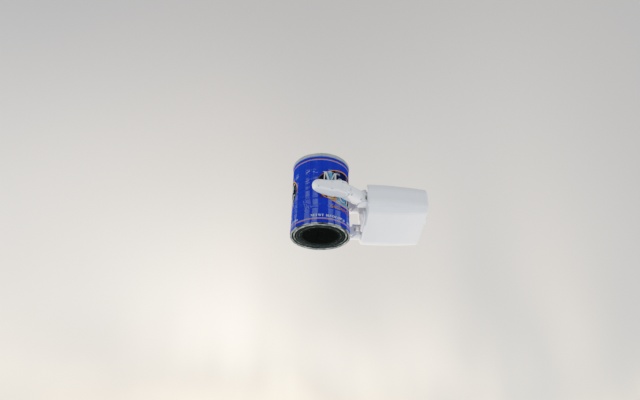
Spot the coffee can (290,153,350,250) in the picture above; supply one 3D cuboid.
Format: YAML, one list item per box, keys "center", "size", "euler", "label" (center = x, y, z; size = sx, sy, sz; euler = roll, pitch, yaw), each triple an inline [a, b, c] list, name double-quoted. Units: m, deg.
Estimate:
- center: [0.000, 0.003, 0.838]
  size: [0.103, 0.140, 0.103]
  euler: [1, -30, 0]
  label: "coffee can"
